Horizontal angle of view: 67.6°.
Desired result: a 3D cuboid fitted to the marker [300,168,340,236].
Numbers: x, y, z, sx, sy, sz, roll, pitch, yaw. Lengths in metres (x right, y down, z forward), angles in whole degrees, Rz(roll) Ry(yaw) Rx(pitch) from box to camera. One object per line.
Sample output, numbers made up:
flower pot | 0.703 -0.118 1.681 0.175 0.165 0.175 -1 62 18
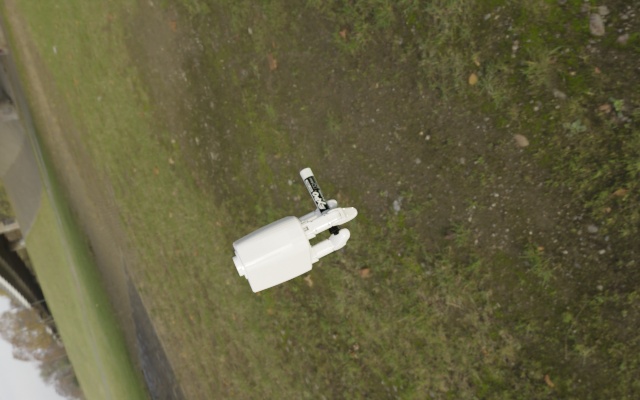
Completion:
marker | 0.000 0.003 0.779 0.020 0.121 0.020 -25 -14 -7
